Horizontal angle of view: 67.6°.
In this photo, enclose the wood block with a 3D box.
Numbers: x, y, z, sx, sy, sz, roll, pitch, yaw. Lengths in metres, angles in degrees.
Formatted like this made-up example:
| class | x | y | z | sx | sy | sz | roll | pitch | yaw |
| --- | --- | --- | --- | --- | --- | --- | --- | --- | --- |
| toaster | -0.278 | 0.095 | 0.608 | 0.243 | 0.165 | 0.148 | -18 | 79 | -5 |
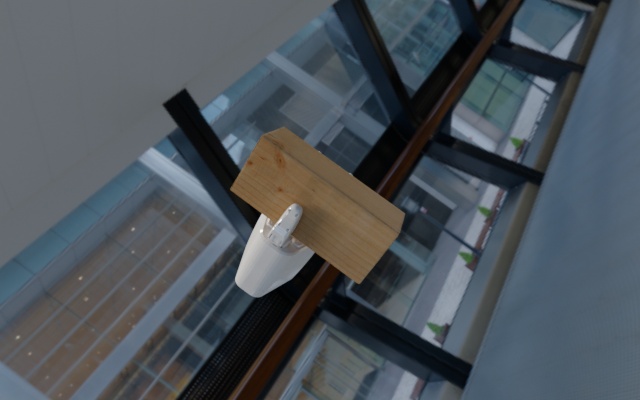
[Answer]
| class | x | y | z | sx | sy | sz | roll | pitch | yaw |
| --- | --- | --- | --- | --- | --- | --- | --- | --- | --- |
| wood block | 0.000 | 0.002 | 0.632 | 0.206 | 0.090 | 0.090 | 36 | 22 | 2 |
